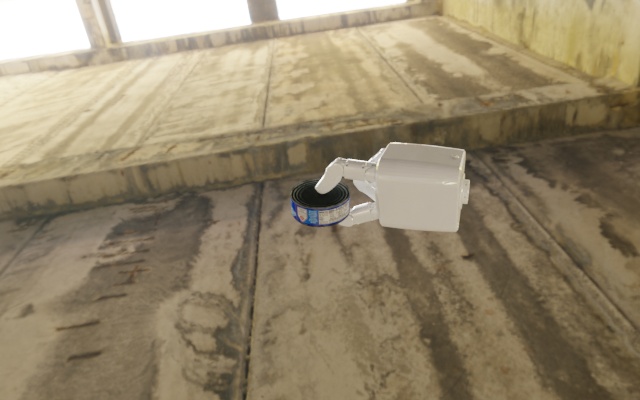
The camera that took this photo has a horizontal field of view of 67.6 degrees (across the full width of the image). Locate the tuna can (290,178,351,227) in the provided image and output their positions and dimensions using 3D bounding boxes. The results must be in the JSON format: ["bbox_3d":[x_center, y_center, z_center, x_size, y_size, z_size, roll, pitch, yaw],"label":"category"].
[{"bbox_3d":[0.000,0.003,0.682,0.086,0.034,0.086,-2,30,1],"label":"tuna can"}]
